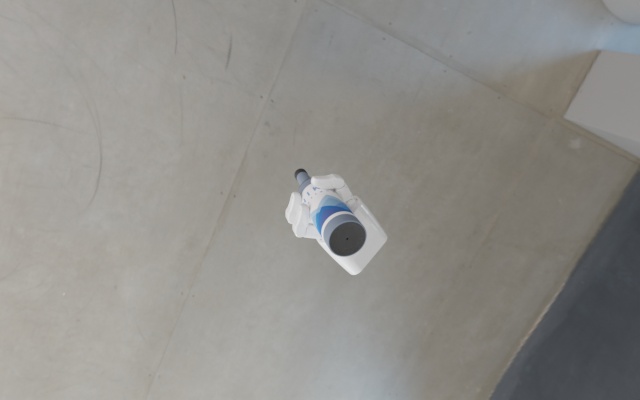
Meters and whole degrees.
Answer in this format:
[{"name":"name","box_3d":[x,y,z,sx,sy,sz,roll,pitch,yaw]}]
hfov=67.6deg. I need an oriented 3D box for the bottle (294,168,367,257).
[{"name":"bottle","box_3d":[0.000,0.003,0.886,0.069,0.069,0.295,0,23,-19]}]
